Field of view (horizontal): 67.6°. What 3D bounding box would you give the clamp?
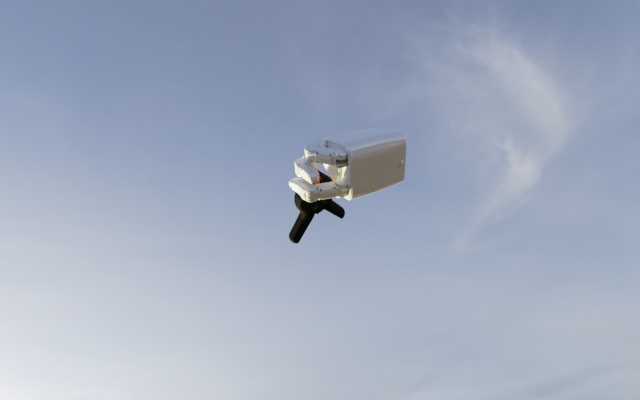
[{"bbox_3d":[0.000,0.002,0.861,0.120,0.039,0.172,-28,-30,-28],"label":"clamp"}]
